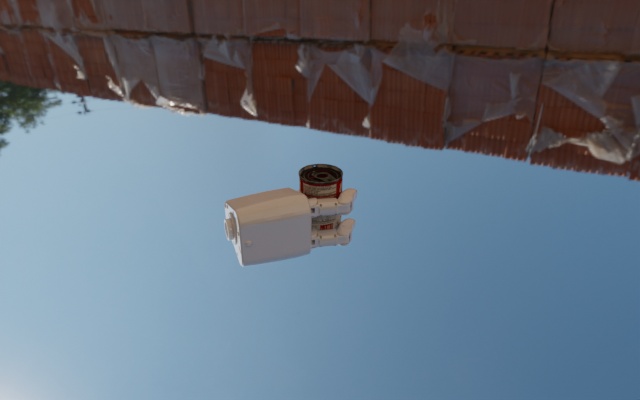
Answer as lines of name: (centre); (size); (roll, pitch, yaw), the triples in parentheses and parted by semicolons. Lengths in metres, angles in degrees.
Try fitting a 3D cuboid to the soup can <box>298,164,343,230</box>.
soup can: (0.001, 0.003, 0.747); (0.068, 0.102, 0.068); (0, 28, 0)
